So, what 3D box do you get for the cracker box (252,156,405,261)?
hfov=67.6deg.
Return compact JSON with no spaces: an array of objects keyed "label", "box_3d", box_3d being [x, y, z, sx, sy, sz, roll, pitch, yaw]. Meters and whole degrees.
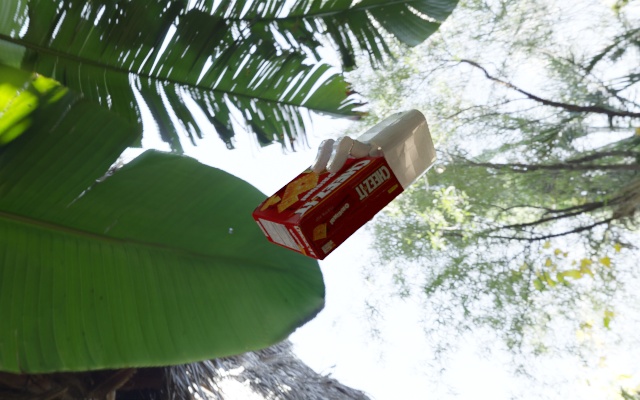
[{"label":"cracker box","box_3d":[0.000,0.003,0.744,0.164,0.072,0.213,-39,18,-18]}]
